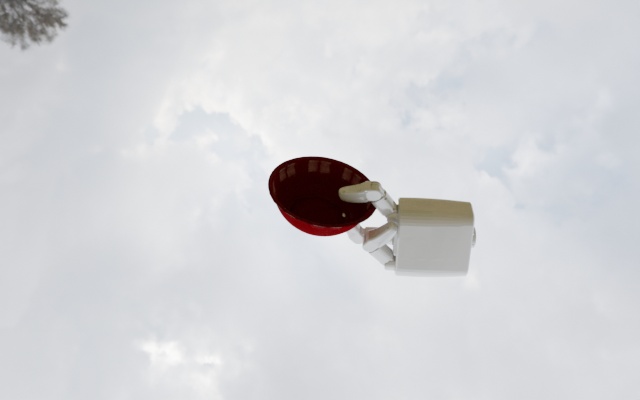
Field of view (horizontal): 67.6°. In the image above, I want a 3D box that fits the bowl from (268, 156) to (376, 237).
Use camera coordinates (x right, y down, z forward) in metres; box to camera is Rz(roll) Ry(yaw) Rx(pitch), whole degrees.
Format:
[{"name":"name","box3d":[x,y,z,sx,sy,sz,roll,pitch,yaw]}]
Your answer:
[{"name":"bowl","box3d":[-0.001,0.002,0.705,0.162,0.055,0.162,8,40,-7]}]
